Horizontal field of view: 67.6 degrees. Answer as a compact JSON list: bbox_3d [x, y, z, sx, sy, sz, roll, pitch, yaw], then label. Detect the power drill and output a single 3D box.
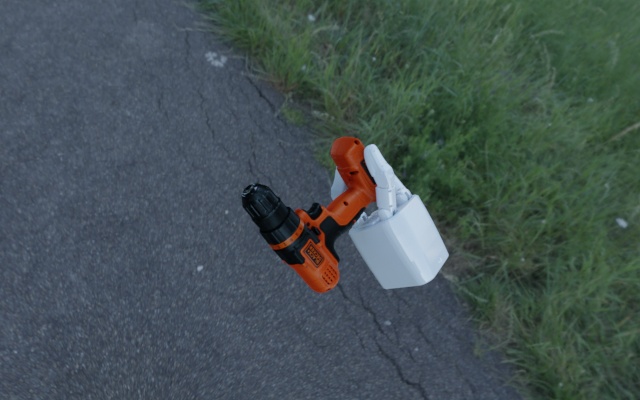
[{"bbox_3d":[0.001,0.002,0.640,0.057,0.187,0.184,7,-39,50],"label":"power drill"}]
